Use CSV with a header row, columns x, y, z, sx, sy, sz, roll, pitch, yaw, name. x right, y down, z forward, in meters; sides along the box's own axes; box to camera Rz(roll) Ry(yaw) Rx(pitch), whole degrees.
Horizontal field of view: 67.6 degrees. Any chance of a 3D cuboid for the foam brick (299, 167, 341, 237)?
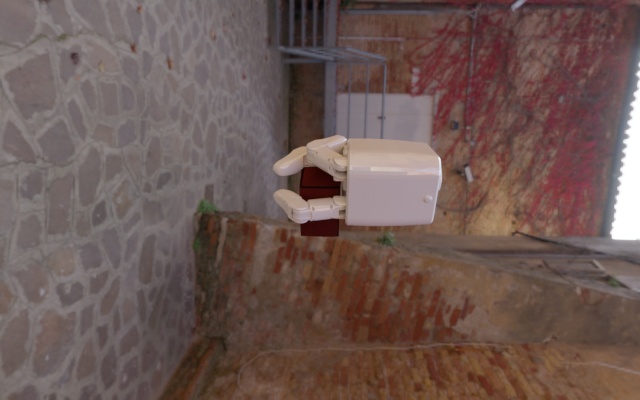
x,y,z,sx,sy,sz,roll,pitch,yaw,name
0.000,0.002,0.619,0.051,0.078,0.053,1,34,1,foam brick
